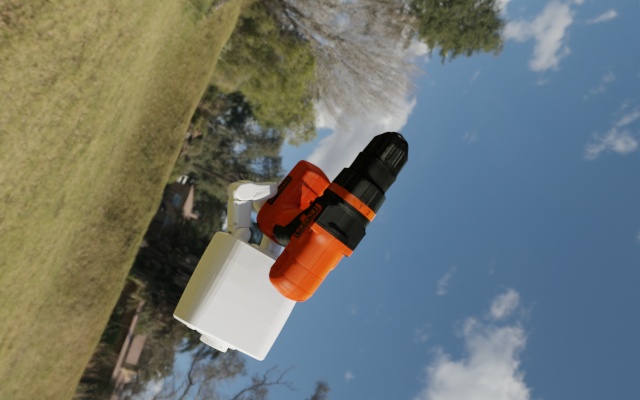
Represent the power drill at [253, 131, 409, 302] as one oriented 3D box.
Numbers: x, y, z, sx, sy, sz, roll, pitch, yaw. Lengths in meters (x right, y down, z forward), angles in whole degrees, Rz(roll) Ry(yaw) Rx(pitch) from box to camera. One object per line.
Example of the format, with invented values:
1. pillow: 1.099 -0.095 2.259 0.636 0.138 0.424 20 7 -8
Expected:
1. power drill: 0.000 0.002 0.509 0.057 0.184 0.187 40 -4 -17
